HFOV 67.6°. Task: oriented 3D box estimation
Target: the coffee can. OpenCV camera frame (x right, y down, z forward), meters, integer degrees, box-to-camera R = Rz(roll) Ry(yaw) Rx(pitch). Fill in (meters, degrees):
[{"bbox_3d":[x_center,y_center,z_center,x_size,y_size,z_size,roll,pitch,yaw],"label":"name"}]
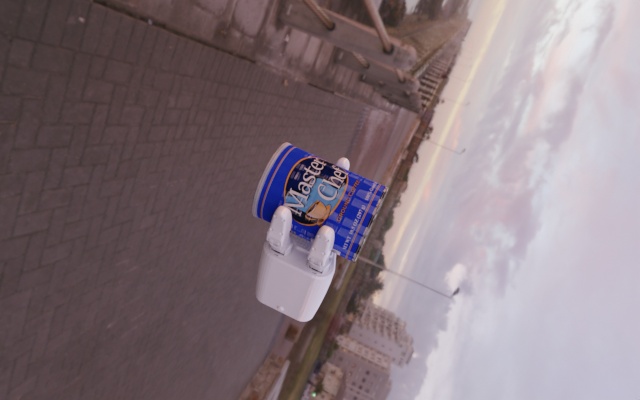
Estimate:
[{"bbox_3d":[0.000,0.002,0.596,0.140,0.103,0.103,24,3,8],"label":"coffee can"}]
